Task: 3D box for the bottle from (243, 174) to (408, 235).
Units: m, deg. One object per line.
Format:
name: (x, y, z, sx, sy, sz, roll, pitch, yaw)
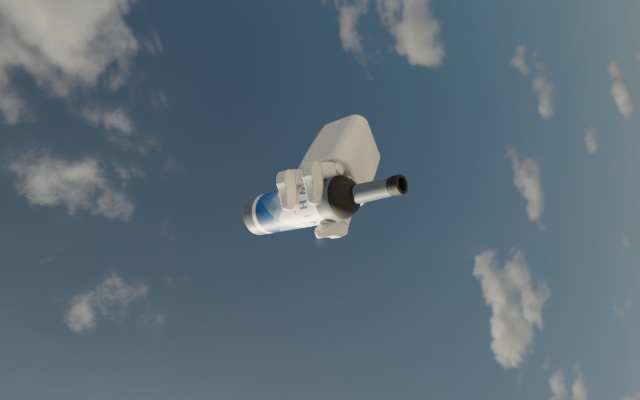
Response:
bottle: (0.000, 0.002, 0.721, 0.296, 0.069, 0.069, -13, -9, 42)
